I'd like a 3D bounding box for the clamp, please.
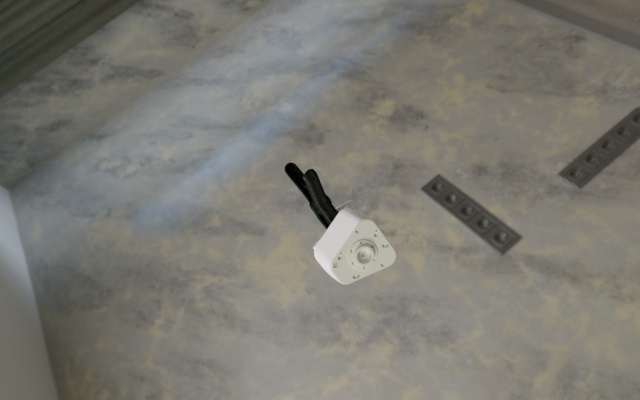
[{"bbox_3d":[0.000,0.003,0.866,0.039,0.171,0.120,-38,13,-6],"label":"clamp"}]
